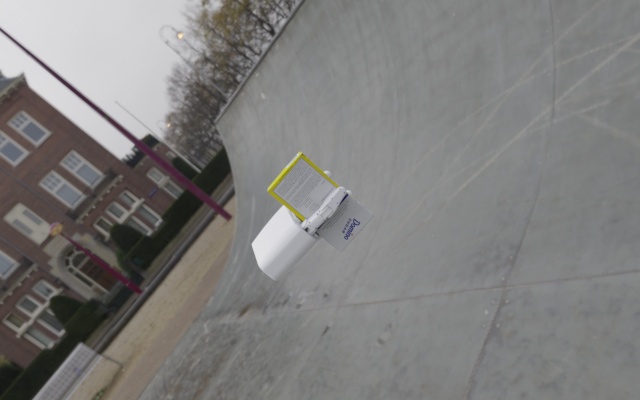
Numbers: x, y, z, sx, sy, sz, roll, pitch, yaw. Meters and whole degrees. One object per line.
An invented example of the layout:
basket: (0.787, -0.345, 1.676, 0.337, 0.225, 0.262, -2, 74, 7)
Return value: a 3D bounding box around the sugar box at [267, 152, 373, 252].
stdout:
sugar box: (0.000, 0.003, 0.869, 0.176, 0.093, 0.048, 41, 6, -12)
